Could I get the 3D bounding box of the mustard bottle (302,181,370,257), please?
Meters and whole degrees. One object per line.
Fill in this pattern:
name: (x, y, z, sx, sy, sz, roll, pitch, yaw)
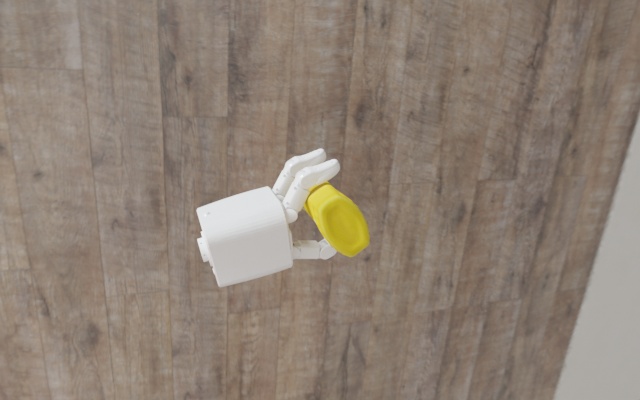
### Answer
mustard bottle: (0.000, 0.002, 0.685, 0.058, 0.096, 0.191, -38, 28, -4)
